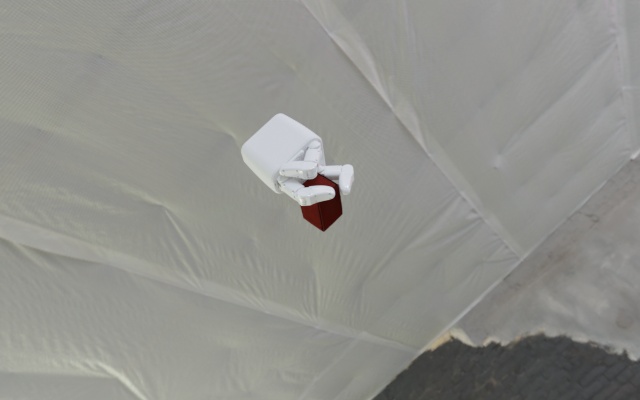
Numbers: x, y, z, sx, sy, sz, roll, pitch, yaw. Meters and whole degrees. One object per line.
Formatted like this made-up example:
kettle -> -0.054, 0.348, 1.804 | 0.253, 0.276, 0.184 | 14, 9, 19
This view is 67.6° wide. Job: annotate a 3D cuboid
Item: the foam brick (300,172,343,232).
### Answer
foam brick -> 0.000, 0.003, 0.819 | 0.051, 0.078, 0.053 | 31, 58, 33
